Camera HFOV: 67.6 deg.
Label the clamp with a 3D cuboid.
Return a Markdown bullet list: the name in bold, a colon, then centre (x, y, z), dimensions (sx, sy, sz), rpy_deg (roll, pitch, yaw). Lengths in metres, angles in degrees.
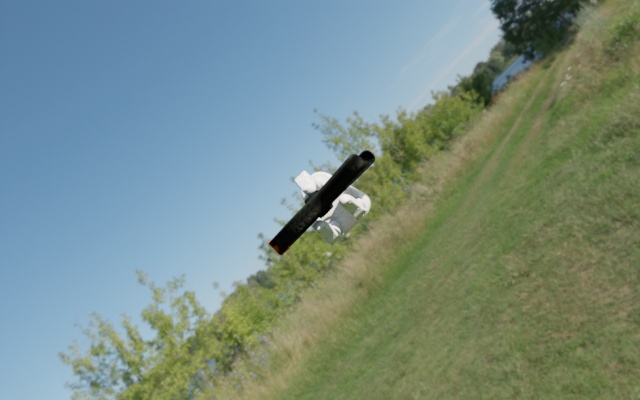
- **clamp**: centre (-0.001, 0.002, 0.697), dimensions (0.210, 0.036, 0.164), rpy_deg (-45, -4, 7)
